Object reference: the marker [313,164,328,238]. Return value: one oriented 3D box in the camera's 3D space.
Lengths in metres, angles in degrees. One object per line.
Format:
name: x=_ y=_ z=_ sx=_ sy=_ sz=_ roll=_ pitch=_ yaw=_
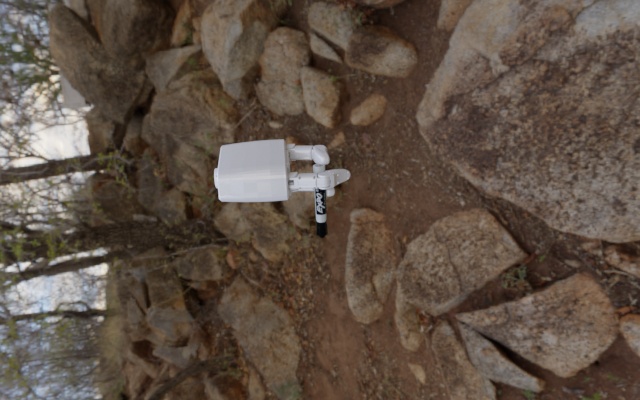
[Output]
marker: x=0.000 y=0.002 z=0.756 sx=0.020 sy=0.121 sz=0.020 roll=-2 pitch=20 yaw=1
